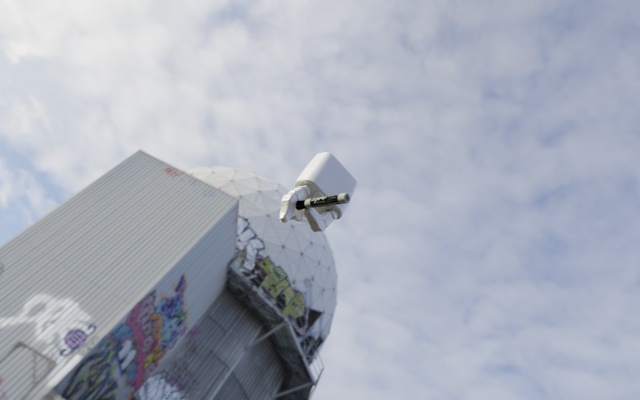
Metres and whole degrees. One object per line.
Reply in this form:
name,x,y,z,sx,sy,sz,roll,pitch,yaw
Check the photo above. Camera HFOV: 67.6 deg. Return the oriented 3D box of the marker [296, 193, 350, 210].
marker,0.000,0.003,0.888,0.121,0.020,0.020,-9,-5,36
